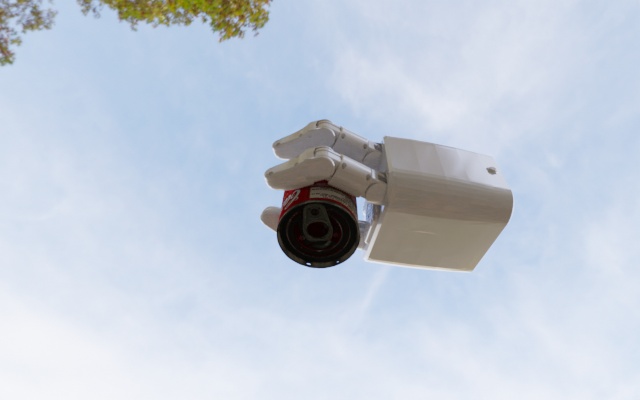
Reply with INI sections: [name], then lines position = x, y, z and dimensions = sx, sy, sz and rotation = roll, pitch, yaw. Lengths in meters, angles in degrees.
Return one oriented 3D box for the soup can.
[soup can]
position = 0.000, 0.001, 0.426
dimensions = 0.068, 0.068, 0.102
rotation = 0, 33, 2
